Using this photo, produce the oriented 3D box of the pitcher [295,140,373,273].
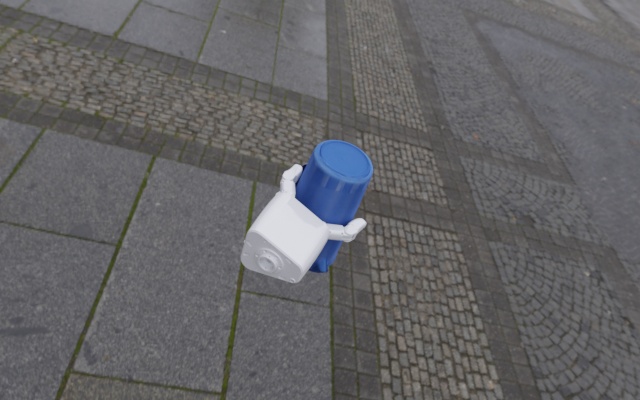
[{"bbox_3d":[0.000,0.003,0.886,0.149,0.243,0.145,29,42,5],"label":"pitcher"}]
